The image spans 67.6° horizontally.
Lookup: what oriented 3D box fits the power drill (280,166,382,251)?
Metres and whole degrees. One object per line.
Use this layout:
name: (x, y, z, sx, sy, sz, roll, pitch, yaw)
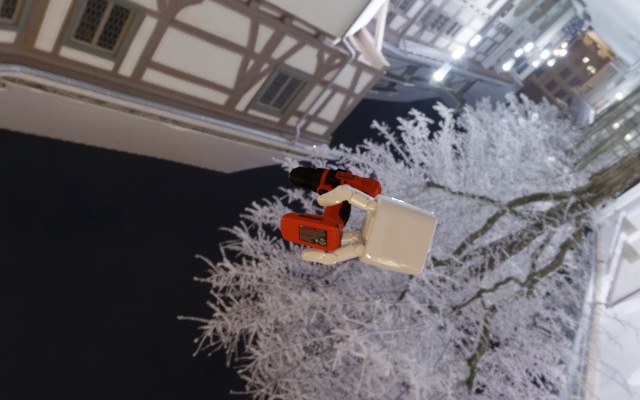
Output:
power drill: (0.000, 0.003, 0.861, 0.184, 0.057, 0.187, 11, 38, 20)
